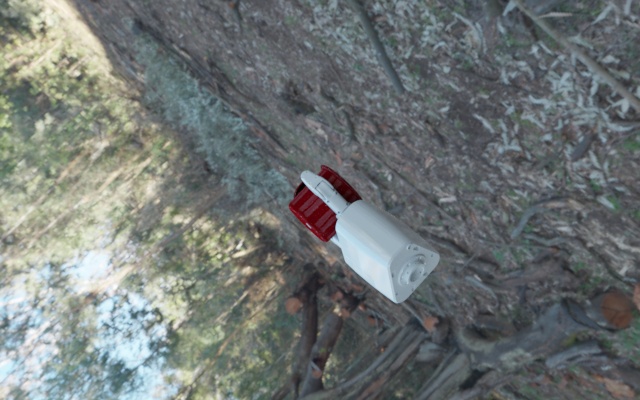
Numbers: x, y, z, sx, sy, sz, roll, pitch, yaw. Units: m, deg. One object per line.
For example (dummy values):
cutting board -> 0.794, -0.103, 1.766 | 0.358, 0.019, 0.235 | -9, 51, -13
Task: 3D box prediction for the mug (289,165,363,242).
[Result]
mug -> -0.001, 0.002, 0.721 | 0.117, 0.081, 0.093 | 38, -9, 43
